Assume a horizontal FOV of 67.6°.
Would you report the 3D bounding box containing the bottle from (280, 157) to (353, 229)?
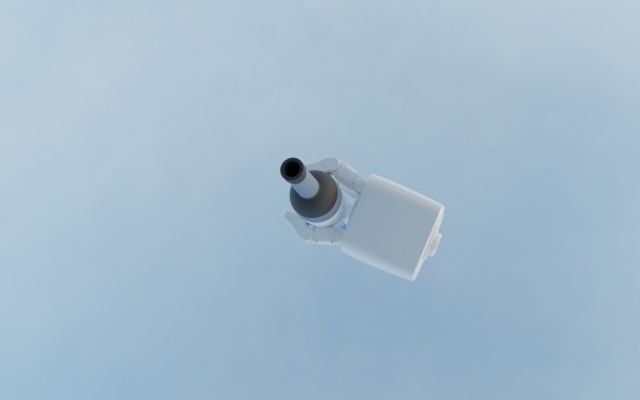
[{"bbox_3d":[0.000,0.002,0.660,0.069,0.069,0.296,0,-14,13],"label":"bottle"}]
